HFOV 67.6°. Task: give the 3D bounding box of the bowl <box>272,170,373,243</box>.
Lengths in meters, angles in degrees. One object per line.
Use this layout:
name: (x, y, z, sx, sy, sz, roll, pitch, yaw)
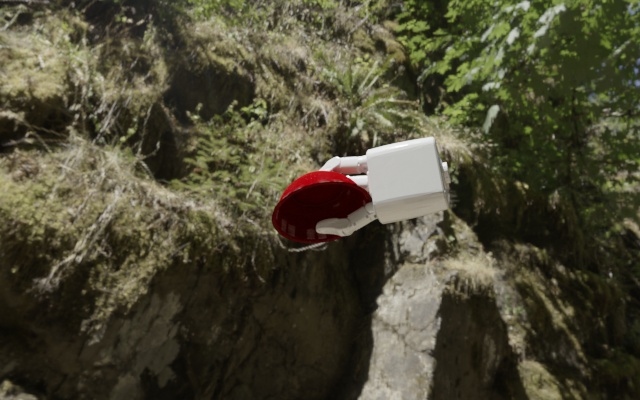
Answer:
bowl: (-0.001, 0.002, 0.761, 0.162, 0.055, 0.162, -8, -37, -6)
